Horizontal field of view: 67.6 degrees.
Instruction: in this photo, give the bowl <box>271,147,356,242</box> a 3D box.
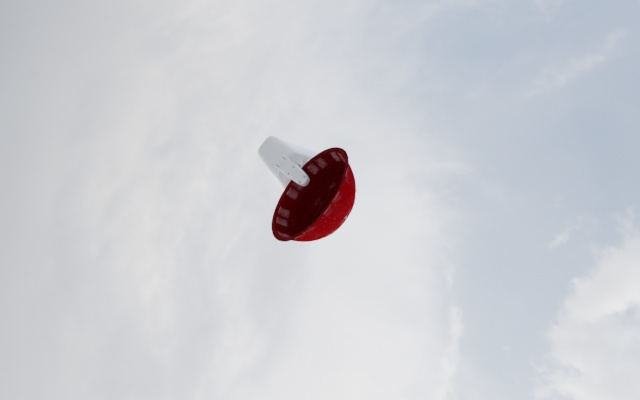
[{"bbox_3d":[0.001,0.003,0.699,0.055,0.162,0.162,37,-18,-26],"label":"bowl"}]
